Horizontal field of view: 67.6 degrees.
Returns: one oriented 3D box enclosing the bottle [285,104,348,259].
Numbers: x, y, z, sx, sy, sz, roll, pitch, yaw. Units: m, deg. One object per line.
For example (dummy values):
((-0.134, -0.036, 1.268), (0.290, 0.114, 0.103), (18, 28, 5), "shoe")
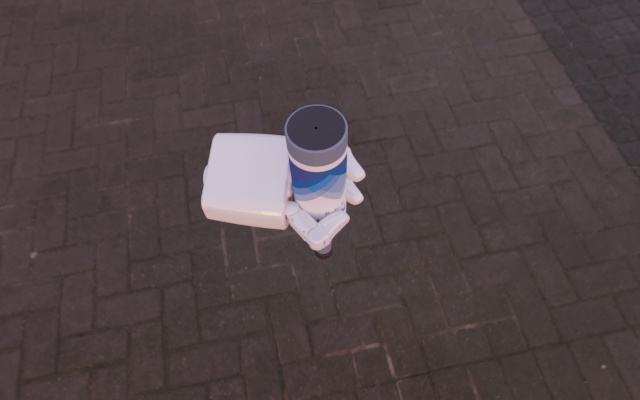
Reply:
((0.000, 0.002, 0.623), (0.069, 0.069, 0.296), (0, -32, 2), "bottle")
